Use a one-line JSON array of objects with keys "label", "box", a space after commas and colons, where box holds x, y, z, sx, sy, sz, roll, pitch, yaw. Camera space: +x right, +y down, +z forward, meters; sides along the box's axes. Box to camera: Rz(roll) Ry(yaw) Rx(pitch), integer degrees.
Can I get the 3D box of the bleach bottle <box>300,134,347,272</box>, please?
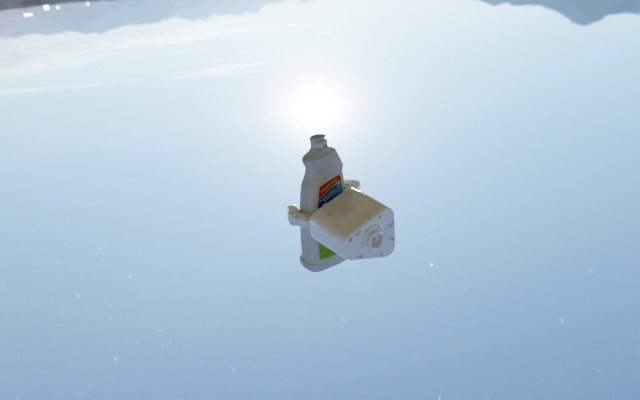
[{"label": "bleach bottle", "box": [0.000, 0.003, 0.890, 0.102, 0.251, 0.068, -19, 27, -27]}]
